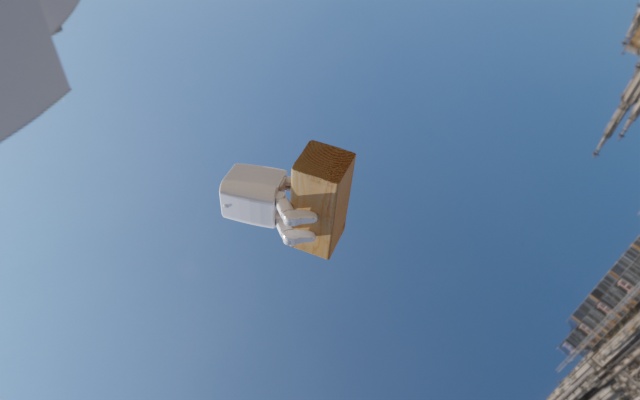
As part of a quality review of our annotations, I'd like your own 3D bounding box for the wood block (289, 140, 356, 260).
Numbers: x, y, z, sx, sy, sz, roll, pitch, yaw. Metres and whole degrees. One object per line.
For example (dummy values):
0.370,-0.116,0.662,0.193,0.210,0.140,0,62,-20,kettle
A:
0.000,0.003,0.892,0.090,0.206,0.090,18,48,12,wood block
